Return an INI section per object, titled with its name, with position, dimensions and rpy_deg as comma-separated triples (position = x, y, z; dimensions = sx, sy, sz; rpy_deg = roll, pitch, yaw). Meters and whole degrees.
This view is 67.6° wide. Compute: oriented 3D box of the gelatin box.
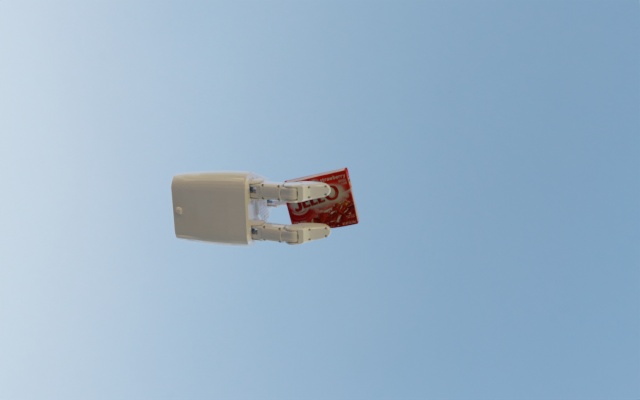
[gelatin box]
position = 0.000, 0.002, 0.629
dimensions = 0.089, 0.073, 0.030
rpy_deg = -12, 11, 9
